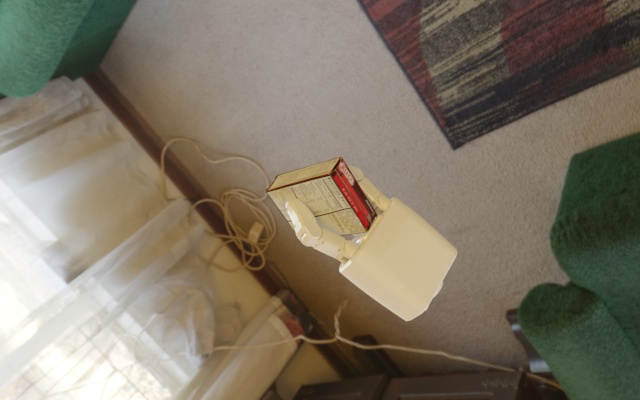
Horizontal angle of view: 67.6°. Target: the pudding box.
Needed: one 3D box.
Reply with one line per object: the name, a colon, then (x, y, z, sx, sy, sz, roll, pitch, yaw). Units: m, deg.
pudding box: (0.000, 0.002, 0.587, 0.113, 0.090, 0.039, -13, 30, 39)
